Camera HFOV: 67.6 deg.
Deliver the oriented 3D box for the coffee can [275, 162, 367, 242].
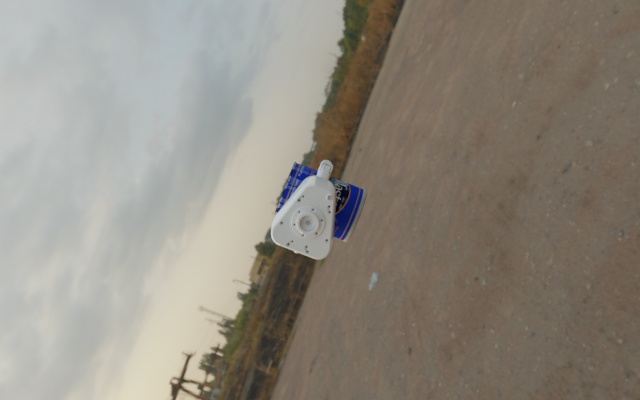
[{"bbox_3d":[0.000,0.003,0.868,0.140,0.103,0.103,21,-1,-3],"label":"coffee can"}]
